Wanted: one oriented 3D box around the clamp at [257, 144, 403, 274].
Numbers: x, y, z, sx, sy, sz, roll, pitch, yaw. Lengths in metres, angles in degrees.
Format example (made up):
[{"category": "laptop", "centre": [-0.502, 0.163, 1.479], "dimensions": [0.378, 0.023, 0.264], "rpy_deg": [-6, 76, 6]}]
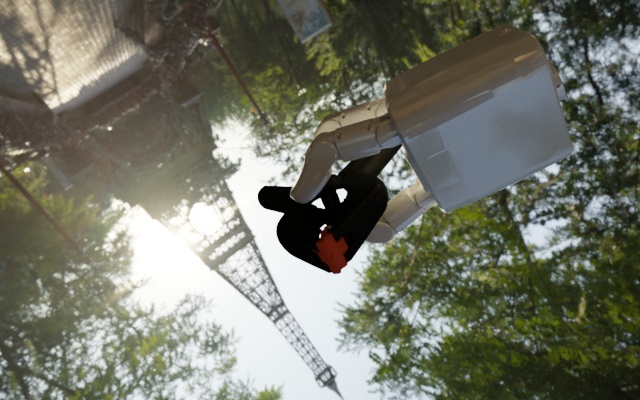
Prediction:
[{"category": "clamp", "centre": [0.001, 0.002, 0.411], "dimensions": [0.164, 0.036, 0.210], "rpy_deg": [-24, 20, 17]}]
